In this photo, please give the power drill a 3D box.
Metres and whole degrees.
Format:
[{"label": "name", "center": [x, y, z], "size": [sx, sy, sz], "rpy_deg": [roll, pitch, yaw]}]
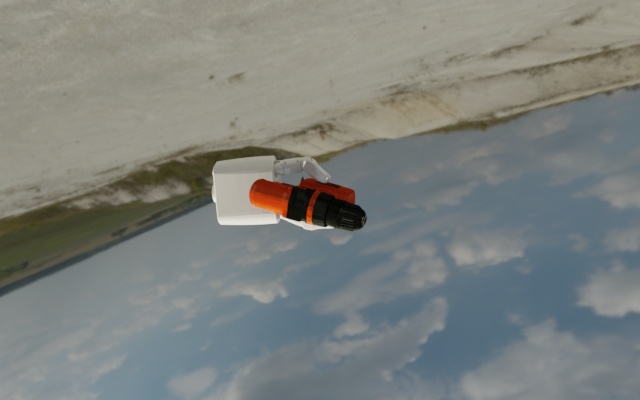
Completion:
[{"label": "power drill", "center": [0.000, 0.003, 0.777], "size": [0.184, 0.057, 0.187], "rpy_deg": [16, 7, 16]}]
